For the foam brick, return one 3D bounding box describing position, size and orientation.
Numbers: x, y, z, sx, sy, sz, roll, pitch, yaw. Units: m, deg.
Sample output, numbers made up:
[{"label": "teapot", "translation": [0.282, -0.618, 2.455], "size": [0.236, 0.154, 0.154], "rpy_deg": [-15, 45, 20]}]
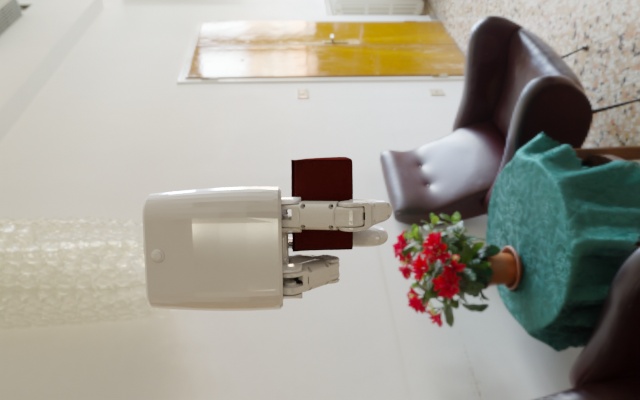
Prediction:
[{"label": "foam brick", "translation": [0.000, 0.001, 0.414], "size": [0.051, 0.078, 0.053], "rpy_deg": [-1, 6, -3]}]
